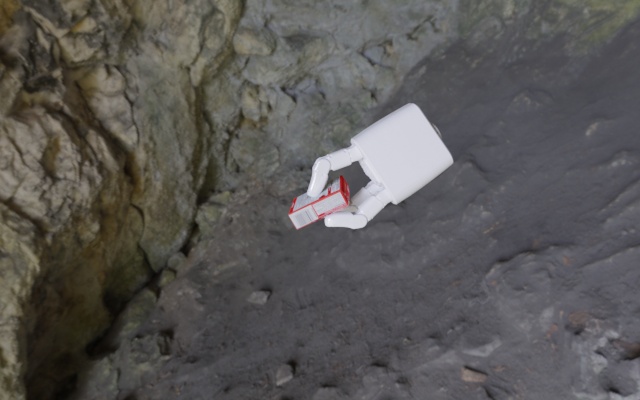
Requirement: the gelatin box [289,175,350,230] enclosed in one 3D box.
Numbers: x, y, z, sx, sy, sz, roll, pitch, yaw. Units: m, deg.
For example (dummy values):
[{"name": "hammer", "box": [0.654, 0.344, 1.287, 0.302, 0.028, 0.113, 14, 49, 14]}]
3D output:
[{"name": "gelatin box", "box": [0.000, 0.002, 0.716, 0.089, 0.030, 0.073, -25, 16, 11]}]
